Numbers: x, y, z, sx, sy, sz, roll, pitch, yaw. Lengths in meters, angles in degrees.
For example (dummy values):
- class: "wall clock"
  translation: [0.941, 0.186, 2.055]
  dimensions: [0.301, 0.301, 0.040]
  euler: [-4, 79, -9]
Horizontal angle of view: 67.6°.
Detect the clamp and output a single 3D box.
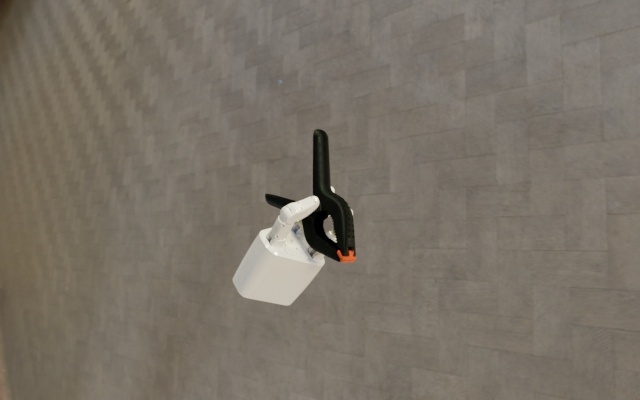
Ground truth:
- class: "clamp"
  translation: [0.000, 0.003, 0.740]
  dimensions: [0.036, 0.165, 0.210]
  euler: [6, 37, -45]
